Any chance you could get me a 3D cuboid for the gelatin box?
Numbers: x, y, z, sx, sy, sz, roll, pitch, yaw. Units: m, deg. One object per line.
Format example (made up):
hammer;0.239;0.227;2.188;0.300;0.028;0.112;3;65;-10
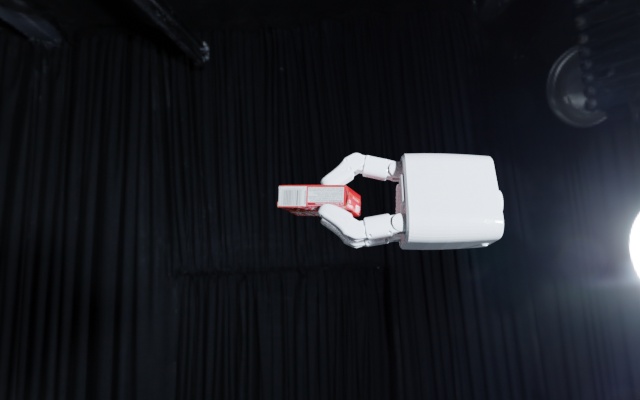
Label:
gelatin box;0.000;0.001;0.596;0.089;0.030;0.073;0;-10;17
